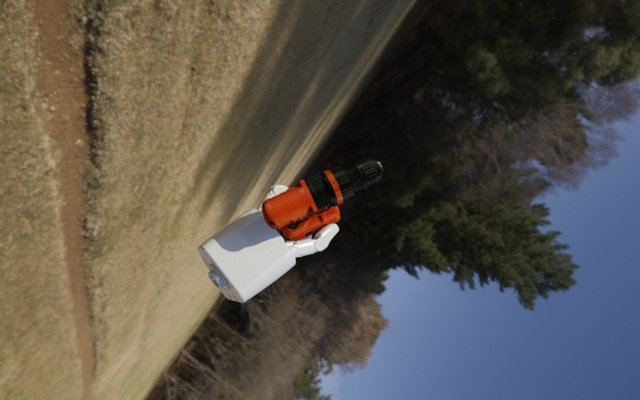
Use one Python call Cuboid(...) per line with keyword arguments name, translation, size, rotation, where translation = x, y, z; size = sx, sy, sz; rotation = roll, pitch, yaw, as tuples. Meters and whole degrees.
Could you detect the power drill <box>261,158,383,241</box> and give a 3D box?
Cuboid(name="power drill", translation=(0.000, 0.003, 0.746), size=(0.184, 0.057, 0.188), rotation=(-22, -13, -8))
